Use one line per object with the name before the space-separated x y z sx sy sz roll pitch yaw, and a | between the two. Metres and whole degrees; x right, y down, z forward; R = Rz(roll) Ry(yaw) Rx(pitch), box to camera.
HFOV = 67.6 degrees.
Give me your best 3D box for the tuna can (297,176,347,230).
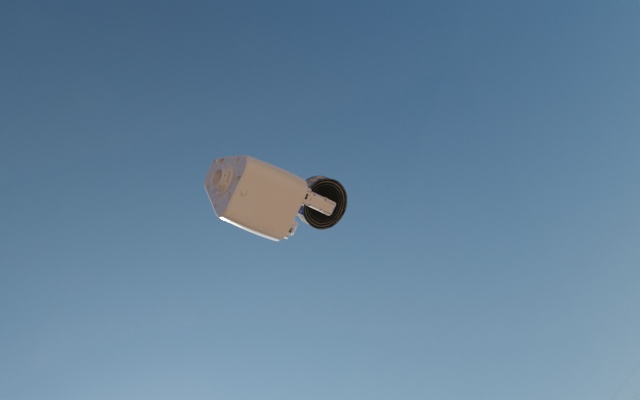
tuna can | 0.000 0.002 0.789 0.086 0.086 0.033 0 14 -33
